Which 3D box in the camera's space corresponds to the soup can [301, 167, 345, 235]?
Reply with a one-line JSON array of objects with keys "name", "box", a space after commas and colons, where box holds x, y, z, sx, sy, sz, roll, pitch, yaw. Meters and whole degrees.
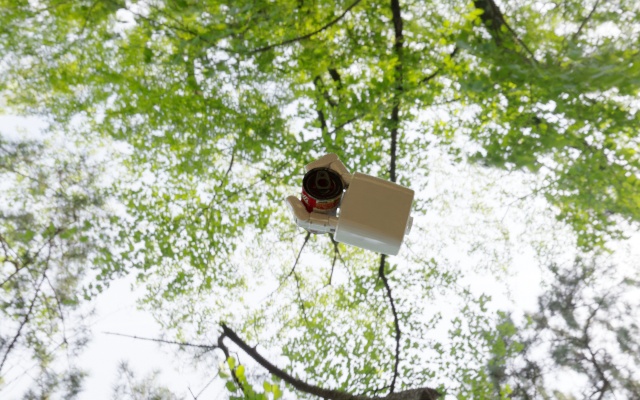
[{"name": "soup can", "box": [0.000, 0.003, 0.795, 0.068, 0.068, 0.102, 0, -37, -7]}]
